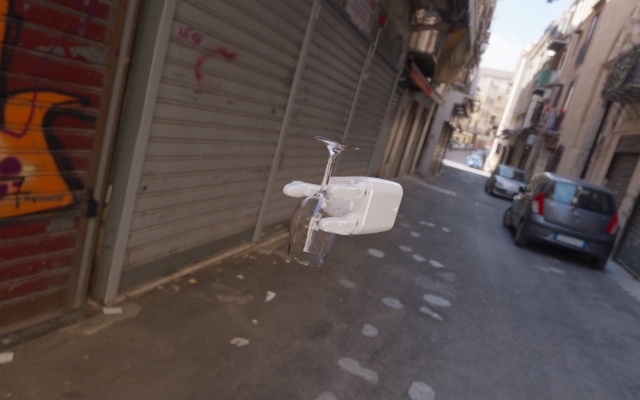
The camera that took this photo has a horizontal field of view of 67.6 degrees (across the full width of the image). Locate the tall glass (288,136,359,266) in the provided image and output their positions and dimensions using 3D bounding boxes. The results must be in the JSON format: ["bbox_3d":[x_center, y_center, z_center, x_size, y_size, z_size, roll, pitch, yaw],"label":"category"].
[{"bbox_3d":[0.000,0.002,0.772,0.079,0.201,0.079,15,11,-3],"label":"tall glass"}]
